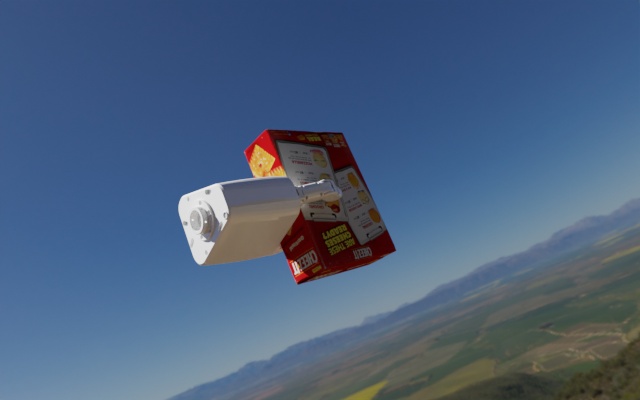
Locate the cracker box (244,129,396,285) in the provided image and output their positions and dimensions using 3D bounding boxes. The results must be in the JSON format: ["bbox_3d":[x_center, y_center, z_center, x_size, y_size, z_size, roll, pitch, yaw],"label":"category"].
[{"bbox_3d":[0.000,0.002,0.709,0.164,0.213,0.072,-6,-22,-46],"label":"cracker box"}]
